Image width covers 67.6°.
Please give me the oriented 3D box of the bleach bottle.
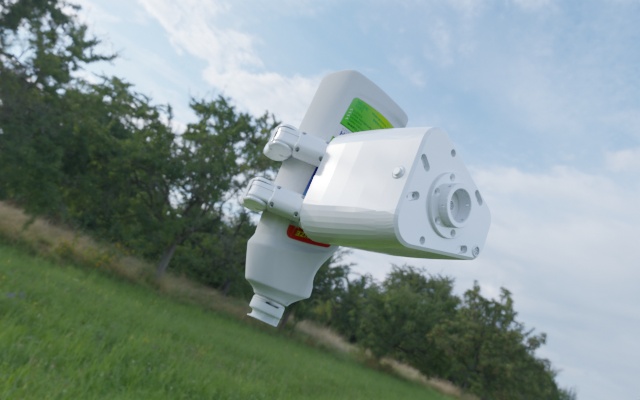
[{"bbox_3d":[0.000,0.001,0.468,0.102,0.250,0.068,34,-19,-33],"label":"bleach bottle"}]
